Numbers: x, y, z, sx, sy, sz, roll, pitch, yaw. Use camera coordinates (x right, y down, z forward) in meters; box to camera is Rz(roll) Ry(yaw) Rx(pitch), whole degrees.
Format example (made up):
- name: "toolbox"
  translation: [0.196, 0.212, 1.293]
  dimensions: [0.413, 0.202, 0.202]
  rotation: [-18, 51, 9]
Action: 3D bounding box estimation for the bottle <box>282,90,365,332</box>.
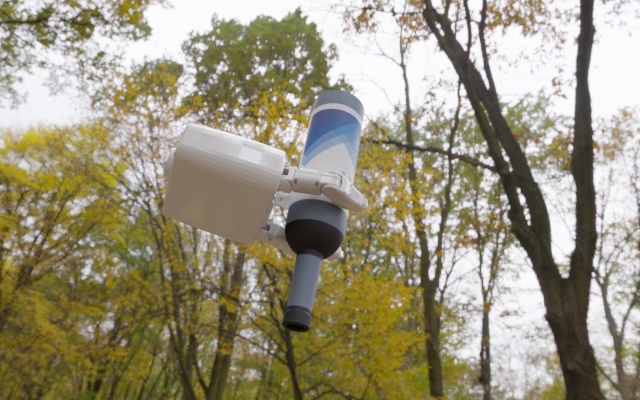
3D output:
- name: "bottle"
  translation: [0.000, 0.002, 0.541]
  dimensions: [0.069, 0.295, 0.069]
  rotation: [8, -33, 5]
